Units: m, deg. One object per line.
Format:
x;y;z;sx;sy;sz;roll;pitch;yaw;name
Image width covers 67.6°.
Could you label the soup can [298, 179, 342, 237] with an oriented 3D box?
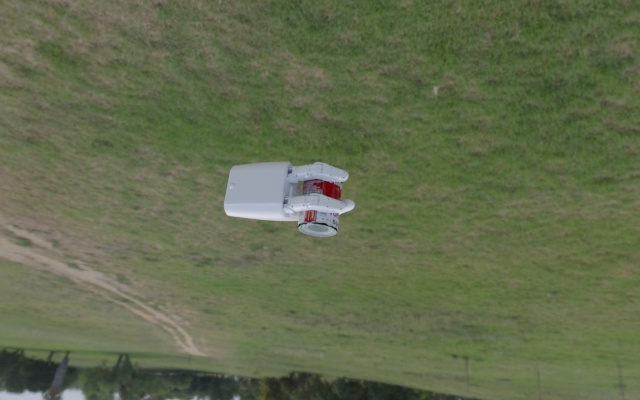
0.001;0.003;0.806;0.068;0.102;0.068;6;-21;2;soup can
